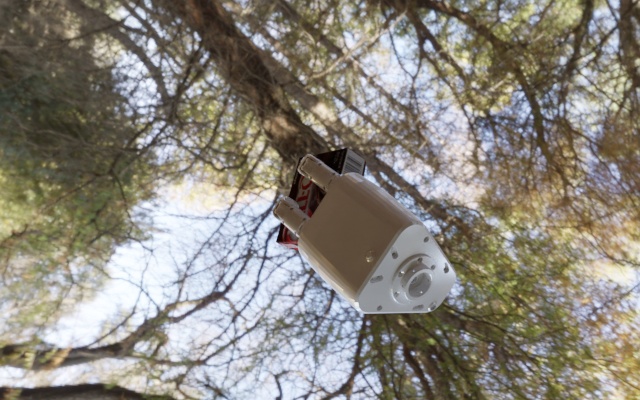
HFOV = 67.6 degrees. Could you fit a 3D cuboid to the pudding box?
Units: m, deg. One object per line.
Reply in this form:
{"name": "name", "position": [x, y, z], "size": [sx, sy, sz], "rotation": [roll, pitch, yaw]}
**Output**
{"name": "pudding box", "position": [0.000, 0.002, 0.546], "size": [0.039, 0.113, 0.090], "rotation": [28, -20, -35]}
